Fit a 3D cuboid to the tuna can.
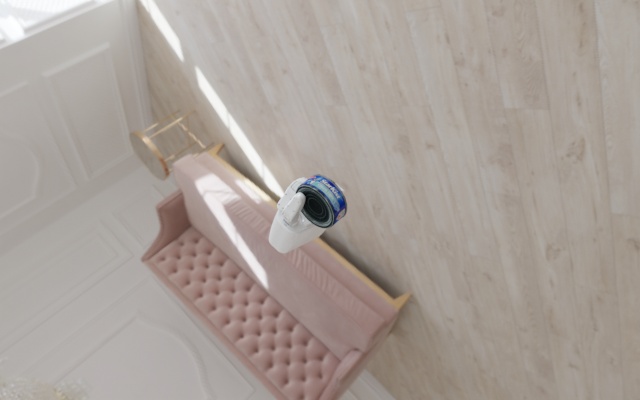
[{"bbox_3d":[0.000,0.003,0.774,0.086,0.086,0.033,0,32,50],"label":"tuna can"}]
